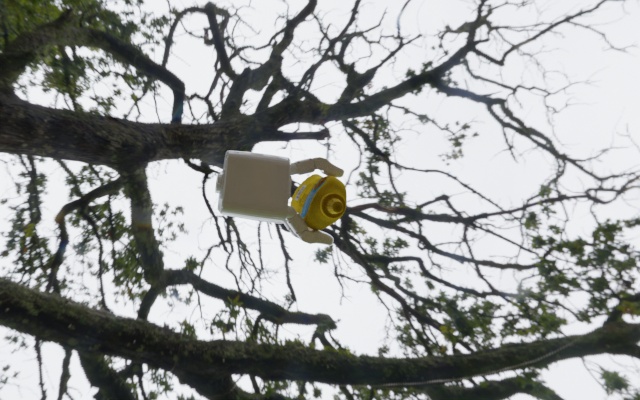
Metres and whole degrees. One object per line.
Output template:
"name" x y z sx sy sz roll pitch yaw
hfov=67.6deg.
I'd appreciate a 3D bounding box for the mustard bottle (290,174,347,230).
"mustard bottle" 0.000 0.003 0.826 0.058 0.096 0.191 33 -5 -15
